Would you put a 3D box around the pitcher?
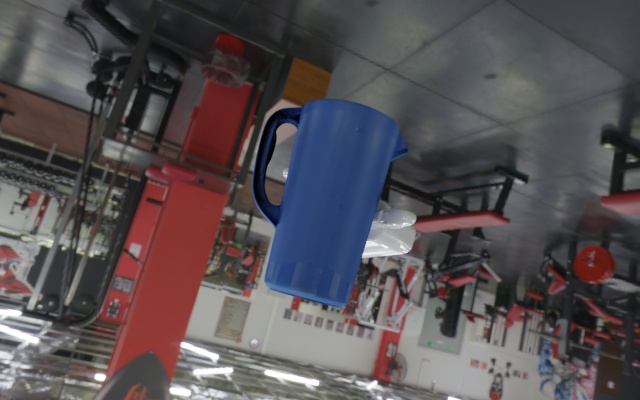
[{"bbox_3d":[0.000,0.002,0.606,0.149,0.242,0.145,7,-14,38],"label":"pitcher"}]
